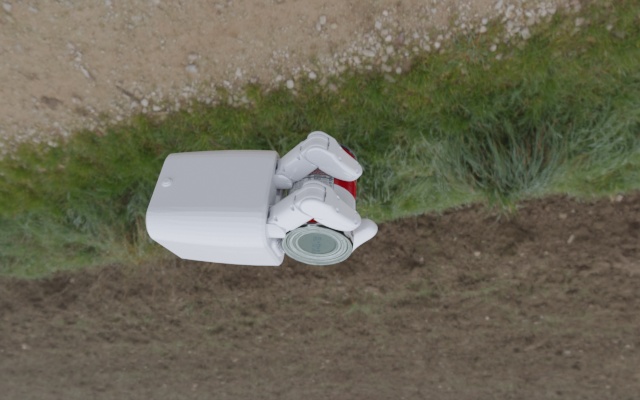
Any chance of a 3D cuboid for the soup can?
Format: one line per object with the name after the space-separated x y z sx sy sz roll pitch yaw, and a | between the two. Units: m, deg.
0.001 0.002 0.457 0.068 0.102 0.069 3 -37 3 | soup can
